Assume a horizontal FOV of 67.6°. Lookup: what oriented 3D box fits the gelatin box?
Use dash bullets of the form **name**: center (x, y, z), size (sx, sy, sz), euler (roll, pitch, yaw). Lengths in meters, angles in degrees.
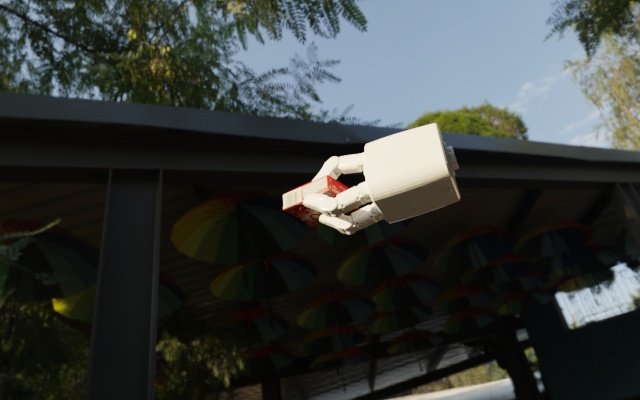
- **gelatin box**: center (0.000, 0.002, 0.712), size (0.089, 0.030, 0.073), euler (-22, -35, 31)
